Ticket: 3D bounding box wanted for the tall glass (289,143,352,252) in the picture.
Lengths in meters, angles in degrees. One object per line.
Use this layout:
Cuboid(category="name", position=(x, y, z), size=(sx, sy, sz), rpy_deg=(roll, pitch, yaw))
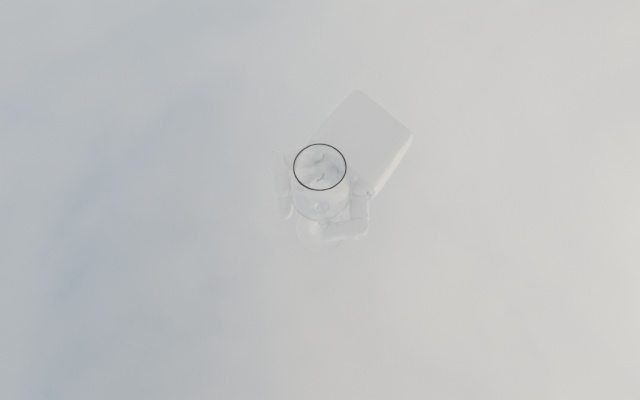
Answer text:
Cuboid(category="tall glass", position=(0.000, 0.002, 0.632), size=(0.079, 0.079, 0.201), rpy_deg=(0, -24, 1))
